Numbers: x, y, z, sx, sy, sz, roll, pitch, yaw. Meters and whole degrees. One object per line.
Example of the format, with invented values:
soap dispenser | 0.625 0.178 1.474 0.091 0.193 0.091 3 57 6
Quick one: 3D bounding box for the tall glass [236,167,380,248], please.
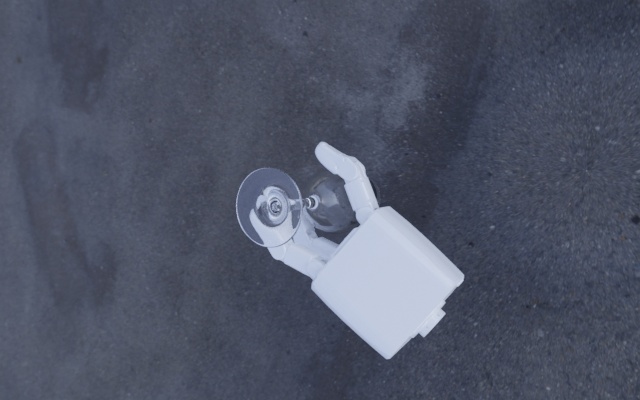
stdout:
tall glass | 0.000 0.002 0.526 0.079 0.079 0.201 0 3 29
